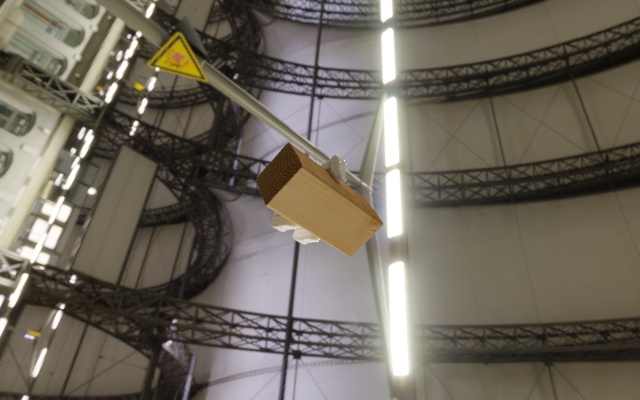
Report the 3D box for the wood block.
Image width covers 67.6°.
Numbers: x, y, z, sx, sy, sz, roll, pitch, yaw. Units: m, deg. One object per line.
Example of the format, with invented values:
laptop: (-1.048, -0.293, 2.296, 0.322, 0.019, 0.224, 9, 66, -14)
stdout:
wood block: (0.000, 0.002, 0.834, 0.206, 0.091, 0.090, 34, 16, -34)
